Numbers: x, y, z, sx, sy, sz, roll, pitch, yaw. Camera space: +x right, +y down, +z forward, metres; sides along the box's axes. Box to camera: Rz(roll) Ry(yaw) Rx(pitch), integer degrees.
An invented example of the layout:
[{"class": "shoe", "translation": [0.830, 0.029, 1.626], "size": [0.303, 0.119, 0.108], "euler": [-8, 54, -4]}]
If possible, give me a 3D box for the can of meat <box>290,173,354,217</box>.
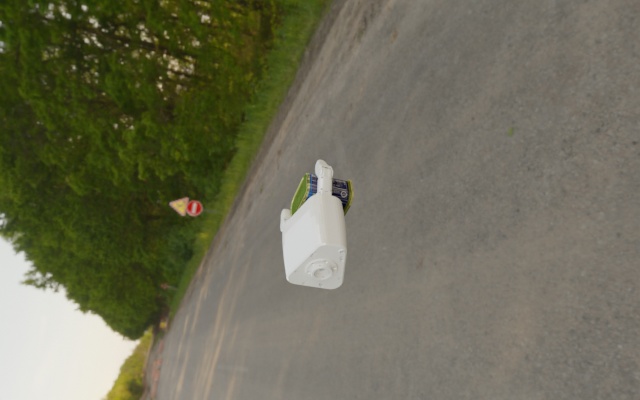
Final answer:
[{"class": "can of meat", "translation": [0.000, 0.003, 0.845], "size": [0.084, 0.057, 0.102], "euler": [11, -45, -17]}]
